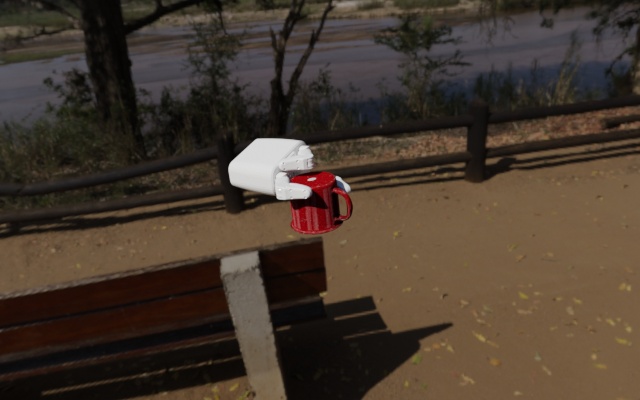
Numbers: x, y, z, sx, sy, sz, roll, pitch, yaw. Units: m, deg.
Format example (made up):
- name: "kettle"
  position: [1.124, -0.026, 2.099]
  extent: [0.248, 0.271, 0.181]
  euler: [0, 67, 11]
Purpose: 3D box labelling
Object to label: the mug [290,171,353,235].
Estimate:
- name: "mug"
  position: [0.001, 0.003, 0.804]
  extent: [0.117, 0.081, 0.093]
  euler: [9, 27, 32]
